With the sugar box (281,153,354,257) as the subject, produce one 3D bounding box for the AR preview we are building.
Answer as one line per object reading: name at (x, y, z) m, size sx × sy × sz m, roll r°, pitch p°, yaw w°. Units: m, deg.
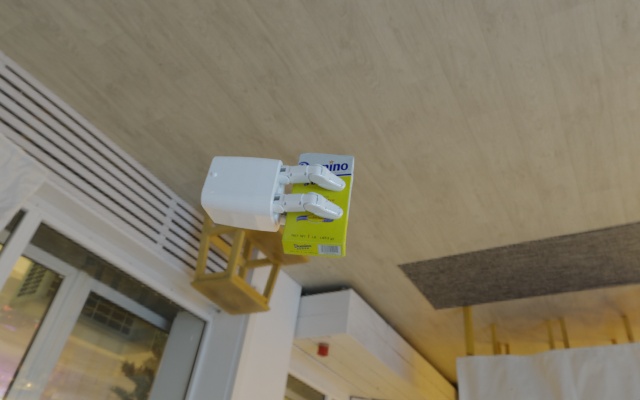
sugar box at (0.000, 0.002, 0.745) m, size 0.093 × 0.176 × 0.048 m, roll 4°, pitch -36°, yaw 5°
